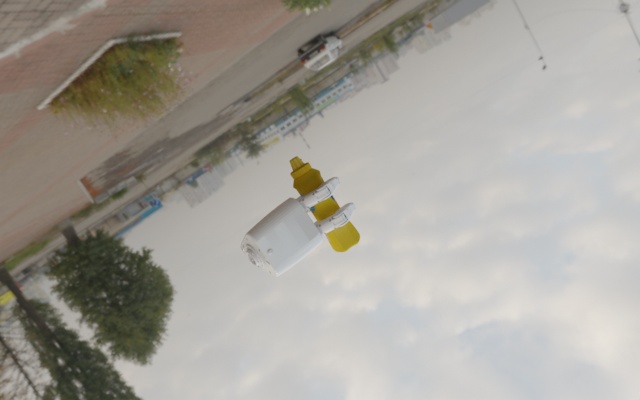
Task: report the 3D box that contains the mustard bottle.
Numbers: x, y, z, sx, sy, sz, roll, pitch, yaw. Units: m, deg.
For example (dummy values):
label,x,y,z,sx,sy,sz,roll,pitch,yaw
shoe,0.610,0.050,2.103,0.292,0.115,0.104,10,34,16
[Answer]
label,x,y,z,sx,sy,sz,roll,pitch,yaw
mustard bottle,0.001,0.003,0.889,0.058,0.191,0.096,-33,10,-2
